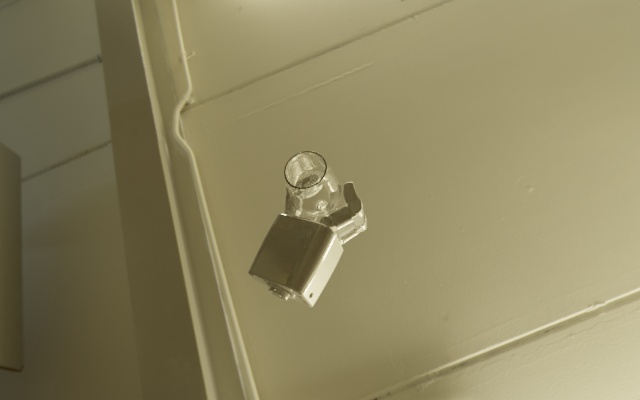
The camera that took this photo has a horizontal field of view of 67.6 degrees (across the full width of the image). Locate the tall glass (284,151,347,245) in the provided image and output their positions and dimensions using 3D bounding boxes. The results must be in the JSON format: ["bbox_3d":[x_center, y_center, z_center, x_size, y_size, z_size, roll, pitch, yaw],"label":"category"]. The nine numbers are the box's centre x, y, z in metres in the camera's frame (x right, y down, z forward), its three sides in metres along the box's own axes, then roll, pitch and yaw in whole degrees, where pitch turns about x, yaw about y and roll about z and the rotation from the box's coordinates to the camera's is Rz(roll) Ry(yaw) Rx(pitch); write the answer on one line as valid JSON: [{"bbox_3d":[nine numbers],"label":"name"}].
[{"bbox_3d":[0.000,0.003,0.751,0.079,0.079,0.201,0,-28,14],"label":"tall glass"}]
